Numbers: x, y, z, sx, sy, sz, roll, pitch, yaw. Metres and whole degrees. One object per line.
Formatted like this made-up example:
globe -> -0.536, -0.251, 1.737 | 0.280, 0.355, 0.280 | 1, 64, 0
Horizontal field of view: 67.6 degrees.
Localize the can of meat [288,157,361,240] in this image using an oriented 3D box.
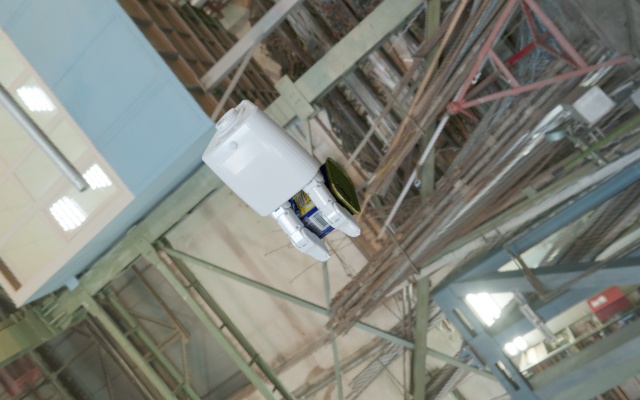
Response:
can of meat -> 0.000, 0.002, 0.647 | 0.084, 0.057, 0.102 | -38, 29, 17
